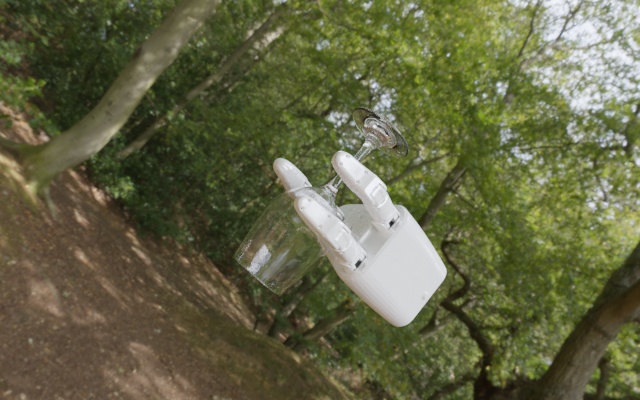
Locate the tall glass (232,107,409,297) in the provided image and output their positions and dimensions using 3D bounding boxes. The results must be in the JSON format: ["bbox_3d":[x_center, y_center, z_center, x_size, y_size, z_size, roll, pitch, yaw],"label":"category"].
[{"bbox_3d":[0.000,0.001,0.489,0.079,0.201,0.079,39,-11,10],"label":"tall glass"}]
